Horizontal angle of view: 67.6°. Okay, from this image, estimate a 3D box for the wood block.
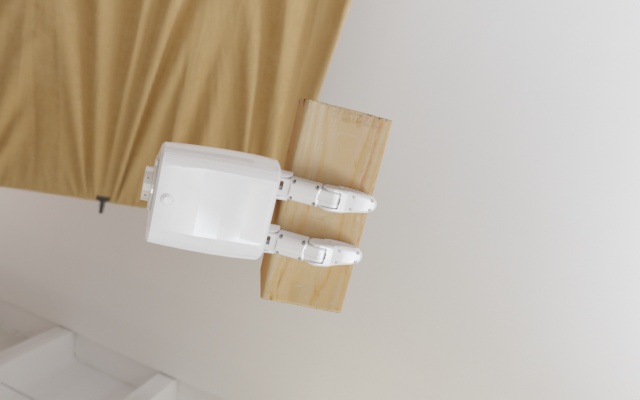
[{"bbox_3d":[0.000,0.002,0.519,0.090,0.206,0.090,12,11,-10],"label":"wood block"}]
